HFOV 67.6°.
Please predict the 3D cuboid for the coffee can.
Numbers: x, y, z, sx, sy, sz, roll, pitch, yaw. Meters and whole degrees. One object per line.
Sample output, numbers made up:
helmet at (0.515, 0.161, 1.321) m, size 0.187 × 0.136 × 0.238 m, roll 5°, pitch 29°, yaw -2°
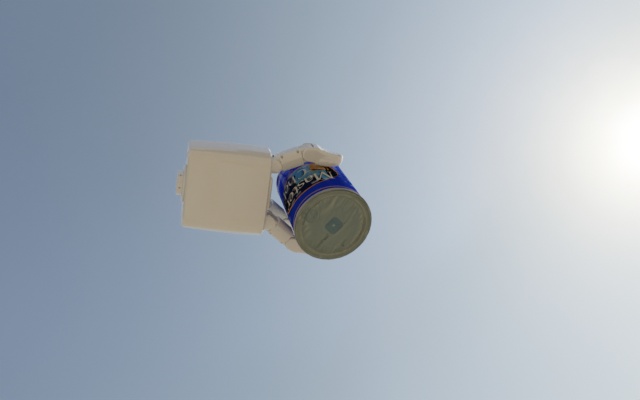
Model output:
coffee can at (0.000, 0.002, 0.667) m, size 0.103 × 0.103 × 0.140 m, roll 0°, pitch 26°, yaw -16°
